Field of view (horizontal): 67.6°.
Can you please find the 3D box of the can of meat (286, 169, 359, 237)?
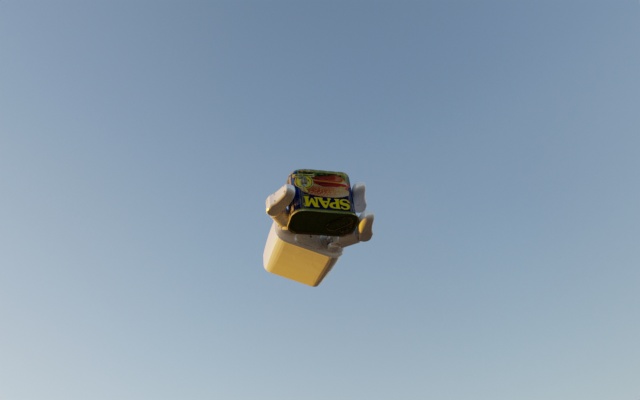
[{"bbox_3d":[0.000,0.002,0.711,0.102,0.083,0.057,5,-40,-15],"label":"can of meat"}]
